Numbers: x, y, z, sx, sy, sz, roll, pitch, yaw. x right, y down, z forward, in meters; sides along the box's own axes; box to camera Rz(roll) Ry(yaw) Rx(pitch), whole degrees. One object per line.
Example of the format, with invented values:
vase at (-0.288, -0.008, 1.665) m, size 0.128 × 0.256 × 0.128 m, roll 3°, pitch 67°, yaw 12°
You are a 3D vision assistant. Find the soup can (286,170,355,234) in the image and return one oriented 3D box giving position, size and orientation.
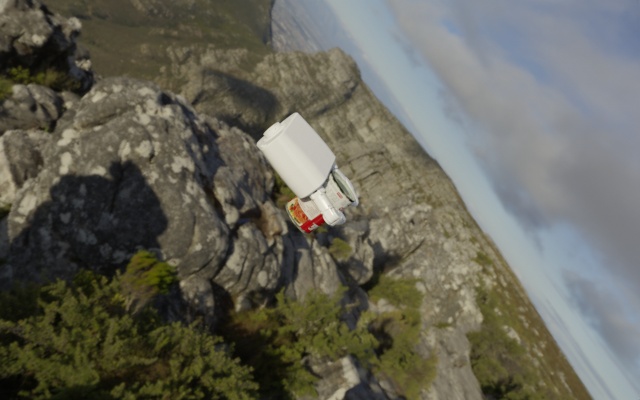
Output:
soup can at (0.001, 0.003, 0.825) m, size 0.102 × 0.068 × 0.068 m, roll -36°, pitch -10°, yaw 14°
